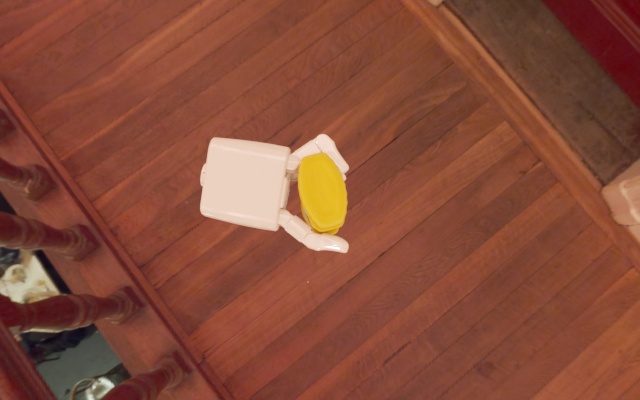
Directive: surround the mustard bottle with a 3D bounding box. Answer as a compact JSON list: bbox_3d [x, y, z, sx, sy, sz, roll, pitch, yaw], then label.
[{"bbox_3d":[0.000,0.002,0.674,0.058,0.096,0.192,-16,-9,-4],"label":"mustard bottle"}]
